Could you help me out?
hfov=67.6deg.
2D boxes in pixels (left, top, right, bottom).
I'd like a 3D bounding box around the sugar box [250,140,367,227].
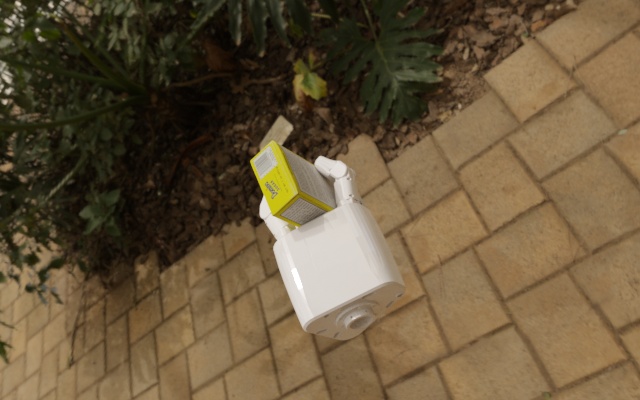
[{"bbox_3d":[0.000,0.002,0.585,0.048,0.093,0.176,-39,-40,17],"label":"sugar box"}]
